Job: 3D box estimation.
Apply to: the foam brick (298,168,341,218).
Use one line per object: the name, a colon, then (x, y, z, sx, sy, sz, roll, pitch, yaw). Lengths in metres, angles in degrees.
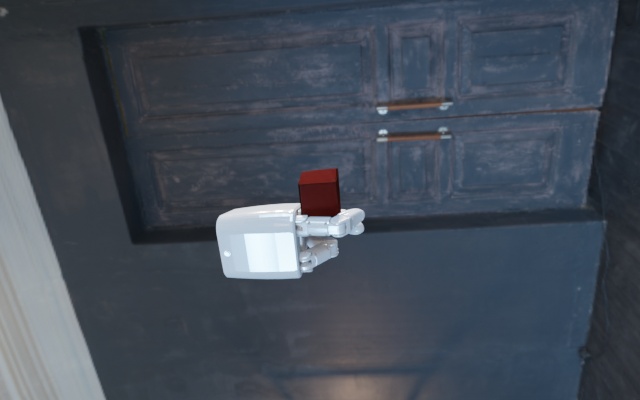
foam brick: (0.000, 0.002, 0.650, 0.051, 0.078, 0.053, -2, 23, 6)
